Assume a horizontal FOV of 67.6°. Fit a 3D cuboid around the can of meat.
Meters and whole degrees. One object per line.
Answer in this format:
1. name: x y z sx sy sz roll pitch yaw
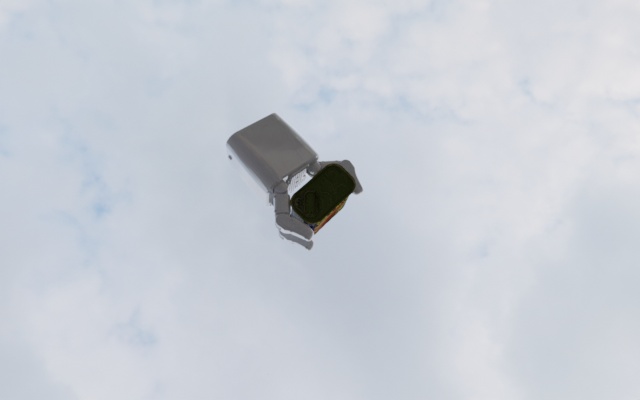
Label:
1. can of meat: 0.000 0.003 0.739 0.102 0.057 0.084 -42 -10 -18
